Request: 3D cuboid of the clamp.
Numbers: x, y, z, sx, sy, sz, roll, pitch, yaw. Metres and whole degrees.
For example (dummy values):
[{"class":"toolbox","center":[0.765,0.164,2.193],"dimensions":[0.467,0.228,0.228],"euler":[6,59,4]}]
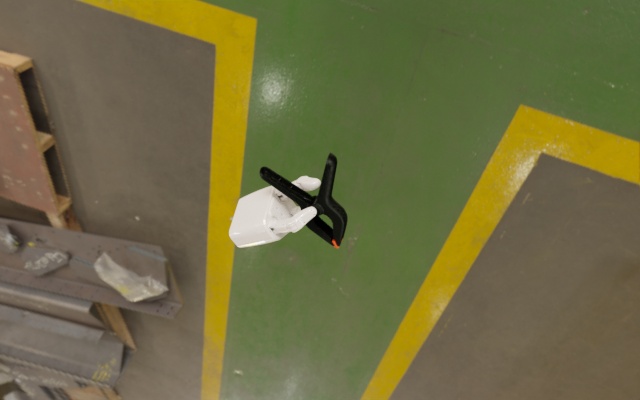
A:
[{"class":"clamp","center":[0.000,0.004,0.893],"dimensions":[0.164,0.210,0.036],"euler":[-15,31,37]}]
